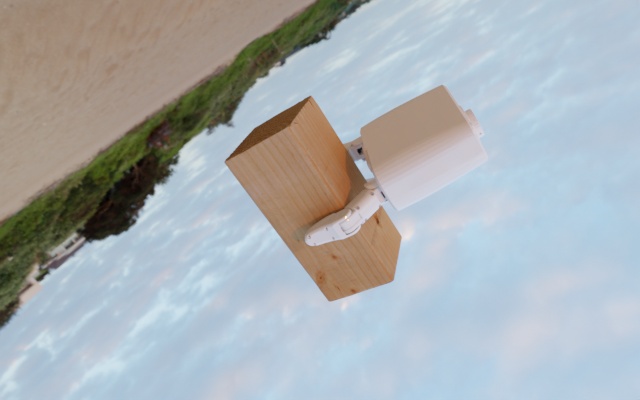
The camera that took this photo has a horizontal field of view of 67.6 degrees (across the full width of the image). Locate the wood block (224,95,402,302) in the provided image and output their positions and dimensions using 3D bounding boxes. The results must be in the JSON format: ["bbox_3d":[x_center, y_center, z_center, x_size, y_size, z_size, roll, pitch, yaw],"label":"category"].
[{"bbox_3d":[0.000,0.002,0.540,0.090,0.206,0.090,-24,22,28],"label":"wood block"}]
